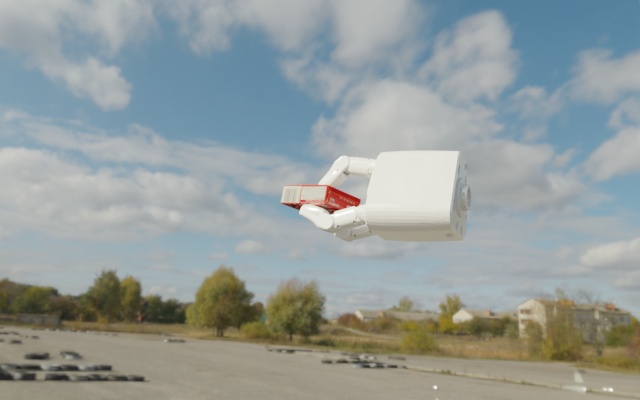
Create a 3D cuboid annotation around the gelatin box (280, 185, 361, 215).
[{"bbox_3d":[0.000,0.002,0.676,0.089,0.030,0.073,1,-15,42],"label":"gelatin box"}]
